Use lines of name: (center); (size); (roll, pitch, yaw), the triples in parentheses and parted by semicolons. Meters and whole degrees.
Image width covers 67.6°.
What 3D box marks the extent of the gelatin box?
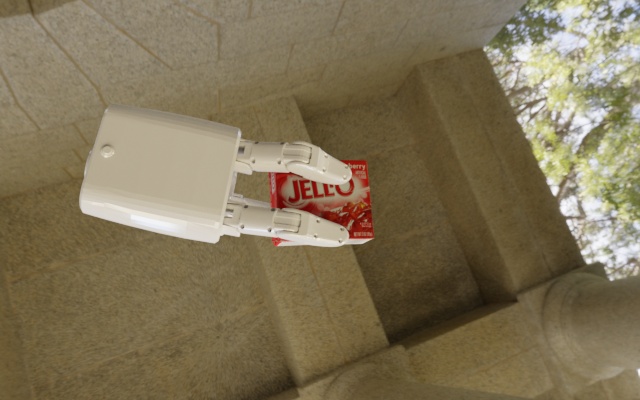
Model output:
gelatin box: (0.000, 0.002, 0.424); (0.089, 0.073, 0.030); (0, -14, -19)
